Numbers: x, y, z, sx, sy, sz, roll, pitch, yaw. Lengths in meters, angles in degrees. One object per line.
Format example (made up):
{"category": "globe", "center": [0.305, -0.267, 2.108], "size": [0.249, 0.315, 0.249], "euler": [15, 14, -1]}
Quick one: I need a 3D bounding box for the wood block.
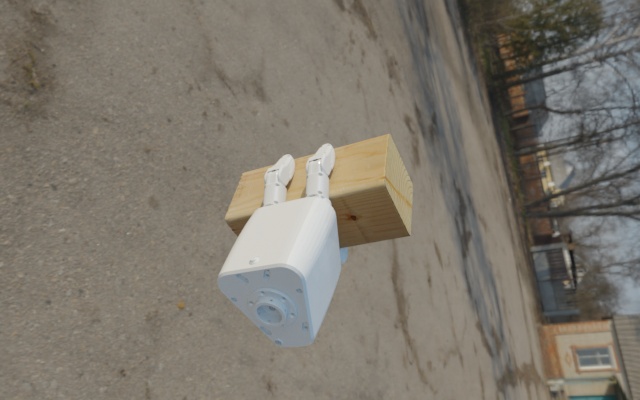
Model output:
{"category": "wood block", "center": [0.000, 0.002, 0.591], "size": [0.206, 0.090, 0.091], "euler": [-12, -48, 24]}
